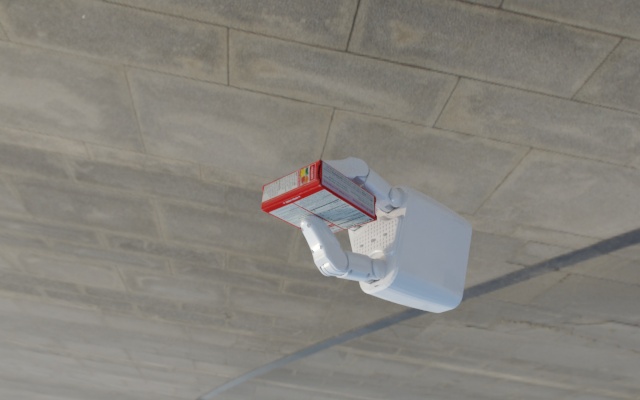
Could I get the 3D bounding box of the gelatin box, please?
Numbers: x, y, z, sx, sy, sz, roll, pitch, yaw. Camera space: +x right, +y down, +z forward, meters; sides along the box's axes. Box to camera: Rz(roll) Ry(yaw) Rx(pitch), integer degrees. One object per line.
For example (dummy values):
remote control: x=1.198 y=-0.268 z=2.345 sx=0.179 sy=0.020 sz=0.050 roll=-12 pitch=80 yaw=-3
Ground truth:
gelatin box: x=0.000 y=0.002 z=0.457 sx=0.073 sy=0.030 sz=0.089 roll=-21 pitch=-35 yaw=35
